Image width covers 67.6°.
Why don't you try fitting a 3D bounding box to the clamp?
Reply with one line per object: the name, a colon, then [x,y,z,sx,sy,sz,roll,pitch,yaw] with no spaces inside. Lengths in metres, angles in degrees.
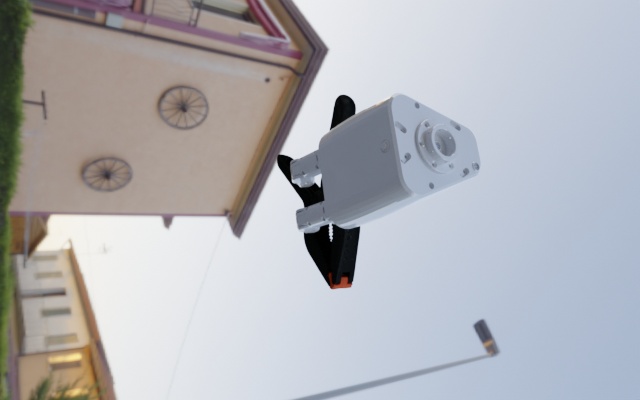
clamp: [0.001,0.002,0.571,0.036,0.210,0.164,1,-15,-32]
